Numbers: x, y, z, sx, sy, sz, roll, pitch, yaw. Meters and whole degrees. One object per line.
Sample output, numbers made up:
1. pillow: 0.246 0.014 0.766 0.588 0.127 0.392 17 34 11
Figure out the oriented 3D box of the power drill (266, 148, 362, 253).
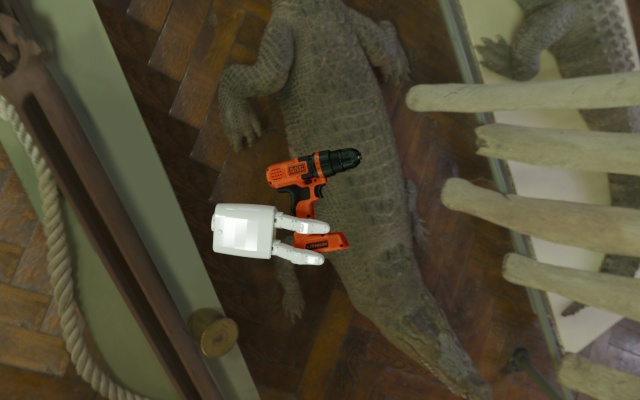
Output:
1. power drill: 0.000 0.003 0.892 0.184 0.187 0.057 -12 -6 15
